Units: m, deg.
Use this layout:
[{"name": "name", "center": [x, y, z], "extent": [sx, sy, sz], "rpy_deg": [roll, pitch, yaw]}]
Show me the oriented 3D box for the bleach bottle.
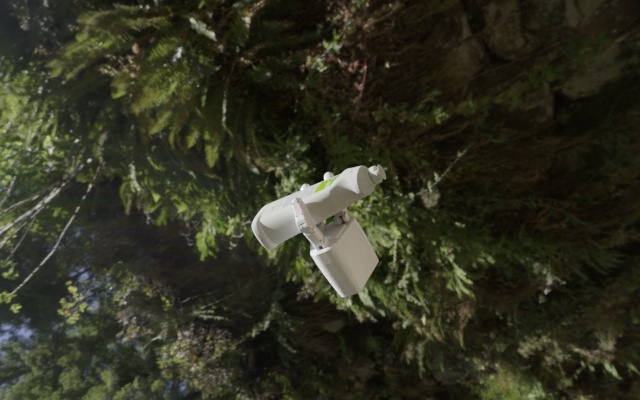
[{"name": "bleach bottle", "center": [0.000, 0.003, 0.862], "extent": [0.251, 0.068, 0.102], "rpy_deg": [-25, 19, 25]}]
